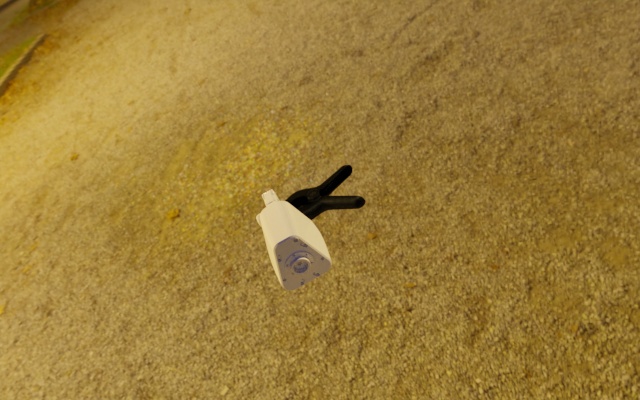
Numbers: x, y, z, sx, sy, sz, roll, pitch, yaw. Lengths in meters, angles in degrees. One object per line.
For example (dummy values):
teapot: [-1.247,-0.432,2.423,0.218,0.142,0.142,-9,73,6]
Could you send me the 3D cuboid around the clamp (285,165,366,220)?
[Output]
clamp: [0.000,0.002,0.877,0.171,0.039,0.120,-30,32,0]
